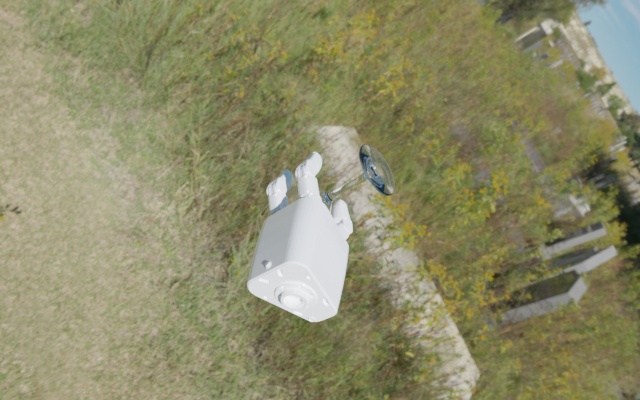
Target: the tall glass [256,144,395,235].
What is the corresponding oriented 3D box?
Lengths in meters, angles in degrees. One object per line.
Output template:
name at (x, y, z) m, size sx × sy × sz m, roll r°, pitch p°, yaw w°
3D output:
tall glass at (0.001, 0.002, 0.666) m, size 0.201 × 0.079 × 0.079 m, roll -29°, pitch -17°, yaw 32°
